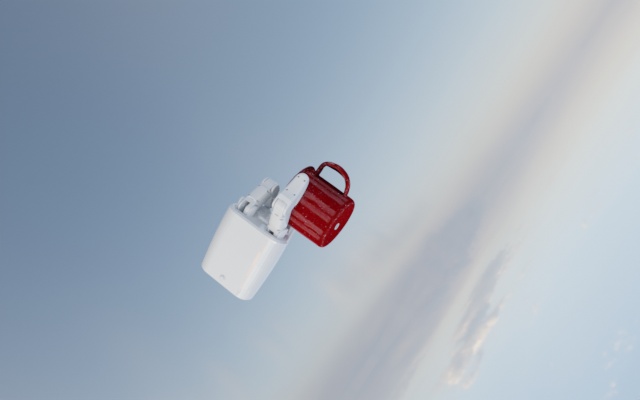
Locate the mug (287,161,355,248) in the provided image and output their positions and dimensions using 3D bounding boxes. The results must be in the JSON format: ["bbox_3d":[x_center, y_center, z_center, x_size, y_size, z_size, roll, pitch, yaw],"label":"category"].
[{"bbox_3d":[0.001,0.001,0.666,0.081,0.117,0.093,36,17,15],"label":"mug"}]
